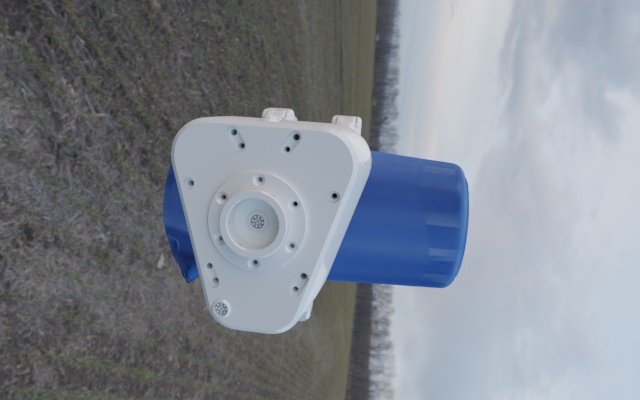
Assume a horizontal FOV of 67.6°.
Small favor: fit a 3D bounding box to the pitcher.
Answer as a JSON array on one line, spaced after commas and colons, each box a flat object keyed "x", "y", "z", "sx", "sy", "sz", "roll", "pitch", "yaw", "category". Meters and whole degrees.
[{"x": 0.000, "y": 0.001, "z": 0.430, "sx": 0.243, "sy": 0.149, "sz": 0.145, "roll": 6, "pitch": 4, "yaw": 7, "category": "pitcher"}]
